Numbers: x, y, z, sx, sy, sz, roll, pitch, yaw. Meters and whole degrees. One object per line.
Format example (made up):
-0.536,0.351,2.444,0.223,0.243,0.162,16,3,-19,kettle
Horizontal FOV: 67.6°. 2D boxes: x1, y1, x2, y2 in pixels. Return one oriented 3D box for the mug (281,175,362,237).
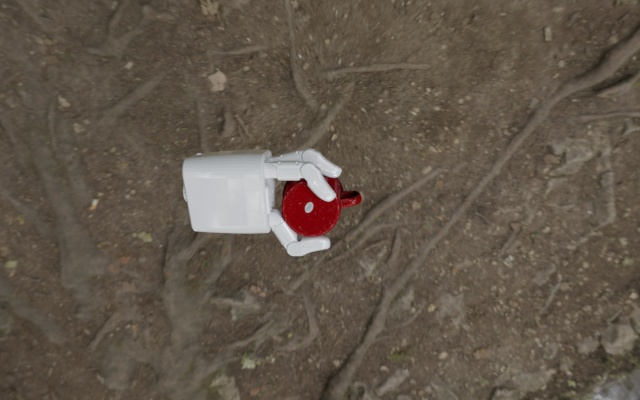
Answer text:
0.002,0.002,0.679,0.117,0.093,0.081,-3,13,2,mug
